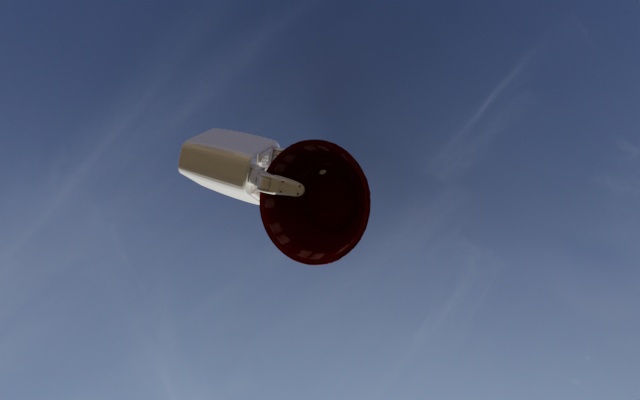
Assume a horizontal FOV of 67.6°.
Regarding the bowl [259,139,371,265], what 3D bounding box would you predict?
[{"bbox_3d":[0.001,0.003,0.633,0.162,0.162,0.055,0,1,27],"label":"bowl"}]
